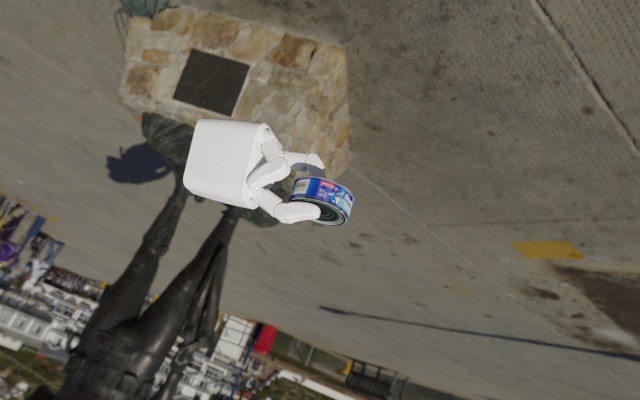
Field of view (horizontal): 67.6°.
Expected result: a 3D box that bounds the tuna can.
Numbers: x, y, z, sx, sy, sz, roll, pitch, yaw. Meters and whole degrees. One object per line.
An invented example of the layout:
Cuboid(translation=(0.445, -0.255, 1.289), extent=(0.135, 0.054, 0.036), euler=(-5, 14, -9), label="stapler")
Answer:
Cuboid(translation=(0.000, 0.003, 0.646), extent=(0.086, 0.033, 0.086), euler=(15, -23, 7), label="tuna can")
